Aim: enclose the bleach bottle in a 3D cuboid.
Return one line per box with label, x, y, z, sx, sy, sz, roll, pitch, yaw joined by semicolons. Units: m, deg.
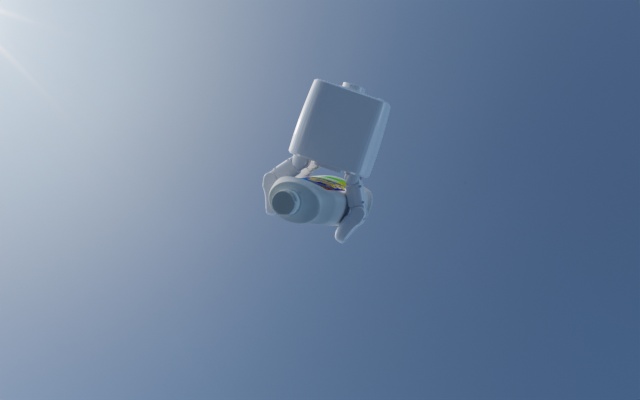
bleach bottle;0.000;0.002;0.672;0.102;0.068;0.251;22;8;15
